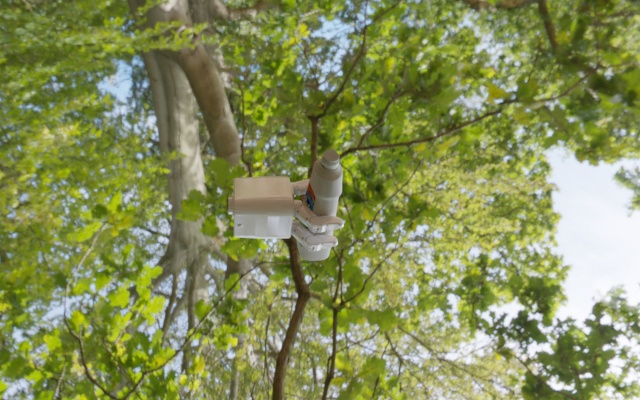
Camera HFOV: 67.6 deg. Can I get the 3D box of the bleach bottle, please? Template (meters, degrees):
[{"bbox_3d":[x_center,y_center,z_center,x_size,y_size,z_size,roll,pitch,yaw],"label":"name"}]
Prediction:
[{"bbox_3d":[0.000,0.003,0.892,0.068,0.102,0.251,-1,-42,-11],"label":"bleach bottle"}]
